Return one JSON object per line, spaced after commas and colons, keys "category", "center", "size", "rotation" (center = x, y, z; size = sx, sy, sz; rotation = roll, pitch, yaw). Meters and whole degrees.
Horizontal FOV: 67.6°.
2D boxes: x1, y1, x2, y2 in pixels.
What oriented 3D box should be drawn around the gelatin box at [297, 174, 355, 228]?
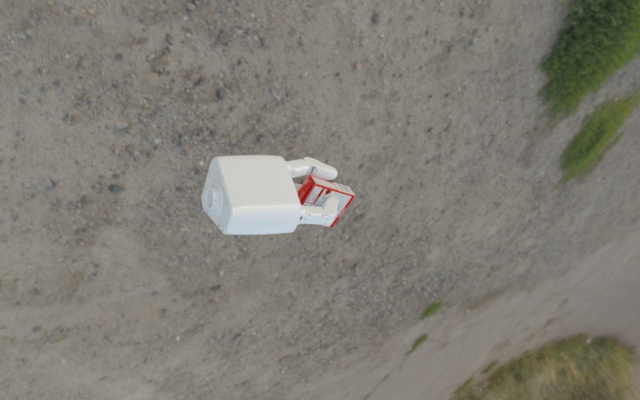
{"category": "gelatin box", "center": [0.001, 0.003, 0.768], "size": [0.089, 0.073, 0.030], "rotation": [15, 30, -38]}
